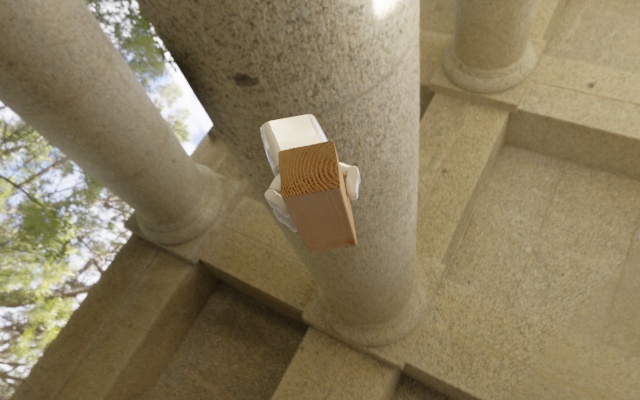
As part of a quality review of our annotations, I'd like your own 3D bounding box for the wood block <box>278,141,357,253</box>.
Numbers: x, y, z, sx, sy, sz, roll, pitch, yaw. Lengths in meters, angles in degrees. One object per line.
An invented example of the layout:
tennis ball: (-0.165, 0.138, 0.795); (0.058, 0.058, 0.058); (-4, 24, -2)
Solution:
wood block: (0.000, 0.002, 0.802); (0.091, 0.090, 0.206); (-11, -31, 6)
